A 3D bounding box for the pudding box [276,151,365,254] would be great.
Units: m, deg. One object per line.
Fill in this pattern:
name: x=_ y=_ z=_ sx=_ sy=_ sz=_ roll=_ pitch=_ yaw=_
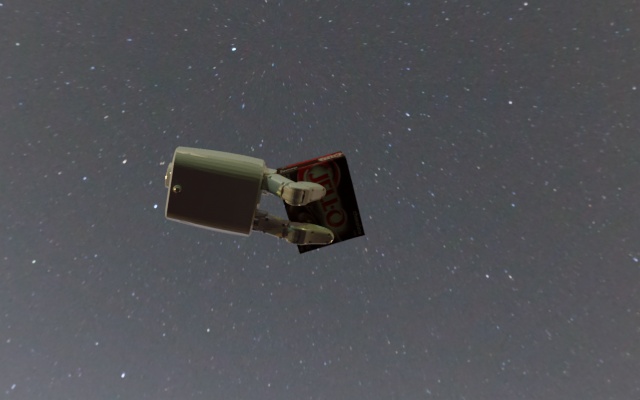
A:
pudding box: x=0.000 y=0.002 z=0.614 sx=0.090 sy=0.113 sz=0.039 roll=-16 pitch=20 yaw=-1
